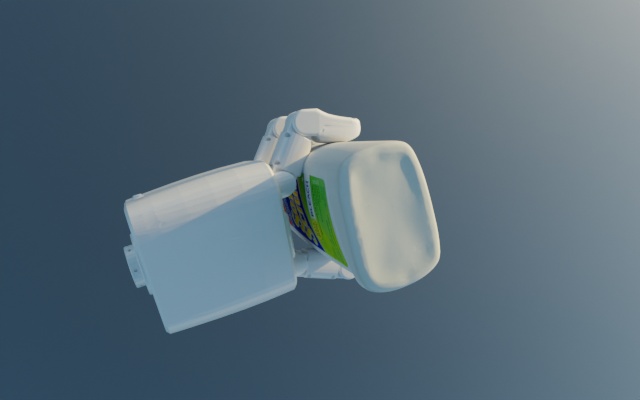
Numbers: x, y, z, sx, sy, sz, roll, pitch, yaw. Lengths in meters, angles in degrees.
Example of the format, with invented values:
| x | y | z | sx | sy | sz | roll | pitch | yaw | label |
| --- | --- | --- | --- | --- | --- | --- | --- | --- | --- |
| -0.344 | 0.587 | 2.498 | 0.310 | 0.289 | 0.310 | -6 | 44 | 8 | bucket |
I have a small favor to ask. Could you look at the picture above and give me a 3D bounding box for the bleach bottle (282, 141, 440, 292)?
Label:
| x | y | z | sx | sy | sz | roll | pitch | yaw | label |
| --- | --- | --- | --- | --- | --- | --- | --- | --- | --- |
| 0.000 | 0.001 | 0.426 | 0.068 | 0.102 | 0.251 | -19 | 10 | -20 | bleach bottle |
